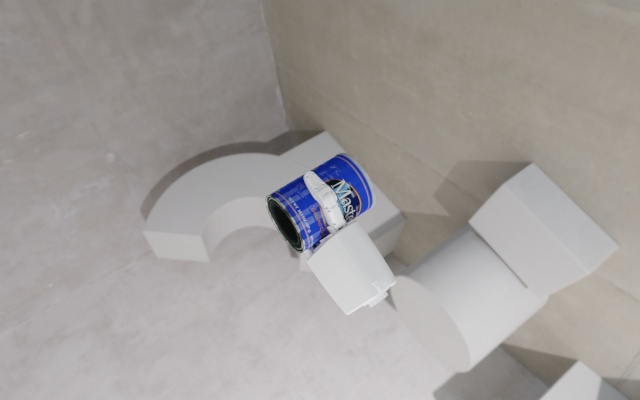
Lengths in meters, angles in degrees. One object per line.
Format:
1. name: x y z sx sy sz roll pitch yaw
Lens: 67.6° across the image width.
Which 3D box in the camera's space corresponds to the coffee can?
1. coffee can: 0.000 0.002 0.742 0.140 0.103 0.103 -32 12 -20
